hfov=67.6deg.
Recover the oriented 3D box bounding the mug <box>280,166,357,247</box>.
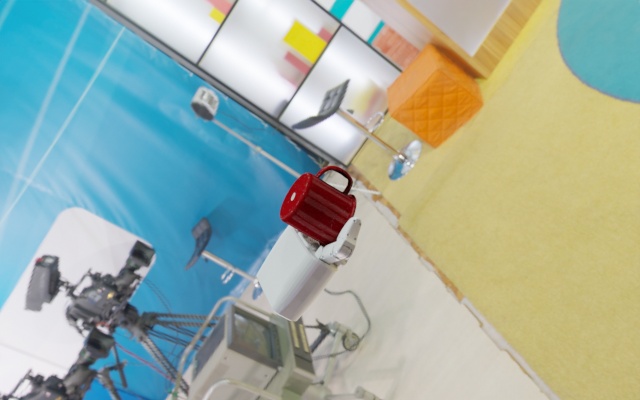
[{"bbox_3d":[0.001,0.001,0.702,0.081,0.117,0.093,31,10,-19],"label":"mug"}]
